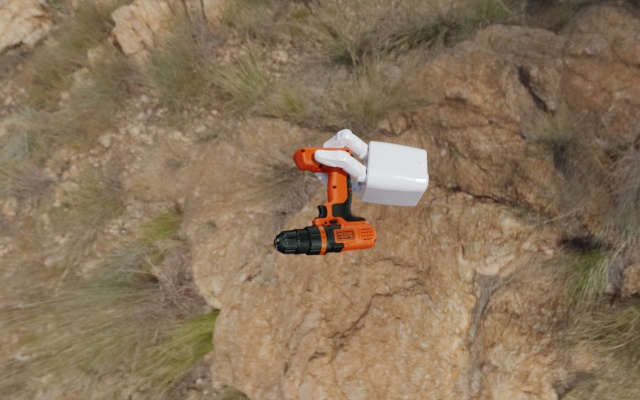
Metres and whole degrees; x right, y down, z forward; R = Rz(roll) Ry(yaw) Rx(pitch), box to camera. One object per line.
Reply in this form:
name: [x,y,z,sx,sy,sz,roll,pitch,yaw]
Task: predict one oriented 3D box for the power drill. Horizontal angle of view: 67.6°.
power drill: [0.000,0.002,0.837,0.184,0.187,0.057,-2,-14,-23]
